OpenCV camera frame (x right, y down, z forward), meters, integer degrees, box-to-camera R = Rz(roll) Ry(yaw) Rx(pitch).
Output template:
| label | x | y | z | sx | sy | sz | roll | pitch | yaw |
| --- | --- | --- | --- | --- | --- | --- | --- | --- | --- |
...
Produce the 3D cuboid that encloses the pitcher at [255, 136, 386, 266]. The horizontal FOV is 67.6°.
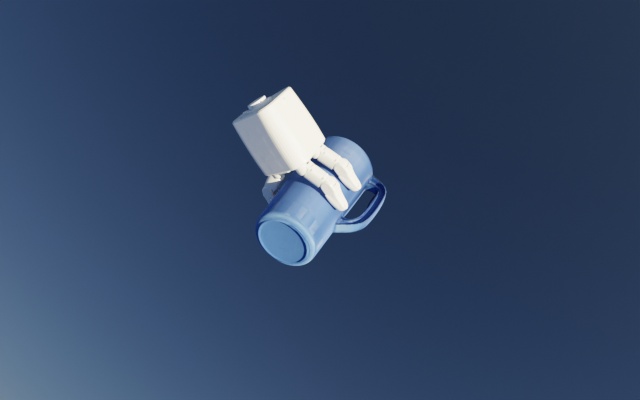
| label | x | y | z | sx | sy | sz | roll | pitch | yaw |
| --- | --- | --- | --- | --- | --- | --- | --- | --- | --- |
| pitcher | 0.000 | 0.003 | 0.831 | 0.149 | 0.145 | 0.242 | -17 | 25 | 38 |
